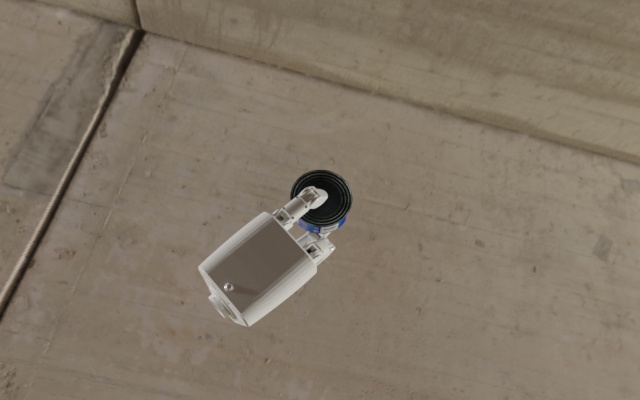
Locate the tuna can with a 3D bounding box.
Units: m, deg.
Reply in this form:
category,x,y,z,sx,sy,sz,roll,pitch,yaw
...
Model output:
category,x,y,z,sx,sy,sz,roll,pitch,yaw
tuna can,0.000,0.002,0.666,0.086,0.086,0.034,0,-24,-5
